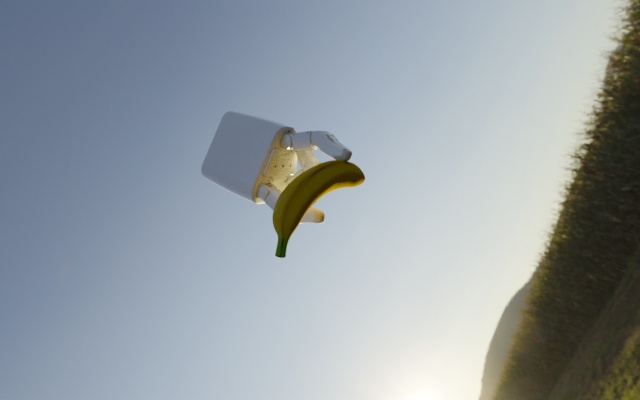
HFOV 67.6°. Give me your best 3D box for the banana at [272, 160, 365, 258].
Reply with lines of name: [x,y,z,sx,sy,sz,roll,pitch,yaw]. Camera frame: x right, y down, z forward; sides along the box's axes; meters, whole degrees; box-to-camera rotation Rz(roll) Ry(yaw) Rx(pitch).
banana: [-0.002,-0.012,0.588,0.037,0.070,0.197,22,40,28]
